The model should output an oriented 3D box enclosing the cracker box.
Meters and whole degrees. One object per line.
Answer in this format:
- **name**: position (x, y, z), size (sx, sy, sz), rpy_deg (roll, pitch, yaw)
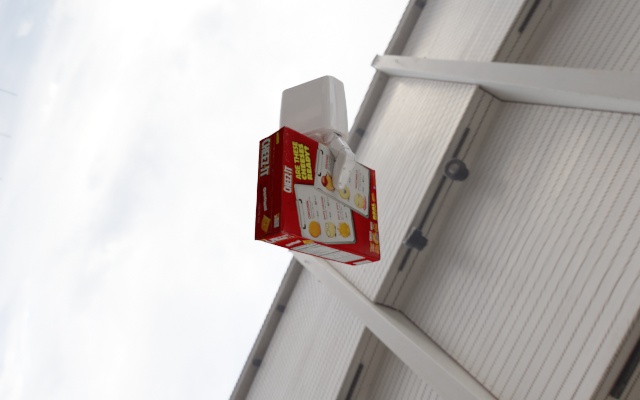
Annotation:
- **cracker box**: position (0.000, 0.002, 0.747), size (0.214, 0.164, 0.072), rpy_deg (20, -30, -41)
